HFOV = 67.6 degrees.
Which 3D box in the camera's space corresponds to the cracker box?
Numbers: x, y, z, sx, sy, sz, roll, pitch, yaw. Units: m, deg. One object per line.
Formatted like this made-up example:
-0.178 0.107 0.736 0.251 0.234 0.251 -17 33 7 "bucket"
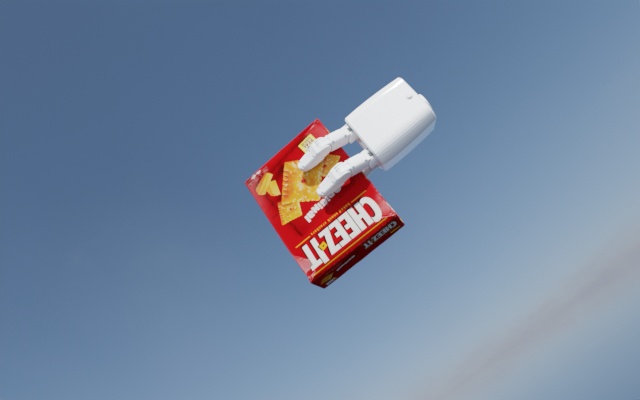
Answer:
0.000 0.002 0.756 0.164 0.213 0.072 -40 -26 7 "cracker box"
